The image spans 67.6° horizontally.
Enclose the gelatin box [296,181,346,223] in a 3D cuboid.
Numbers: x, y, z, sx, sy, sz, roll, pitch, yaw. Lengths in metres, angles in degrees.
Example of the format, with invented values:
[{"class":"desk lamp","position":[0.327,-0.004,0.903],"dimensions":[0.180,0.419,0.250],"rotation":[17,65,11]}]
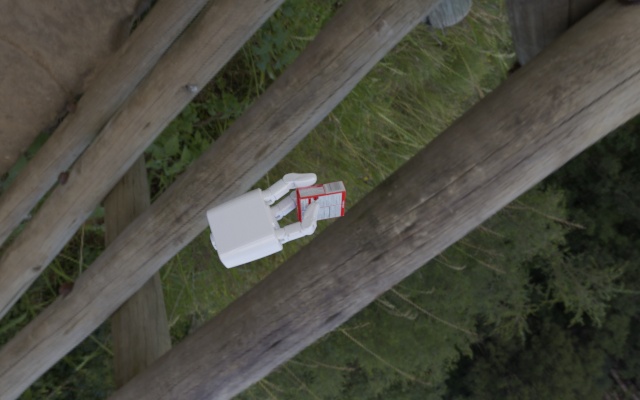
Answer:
[{"class":"gelatin box","position":[0.001,0.003,0.887],"dimensions":[0.089,0.030,0.073],"rotation":[-9,-40,-8]}]
